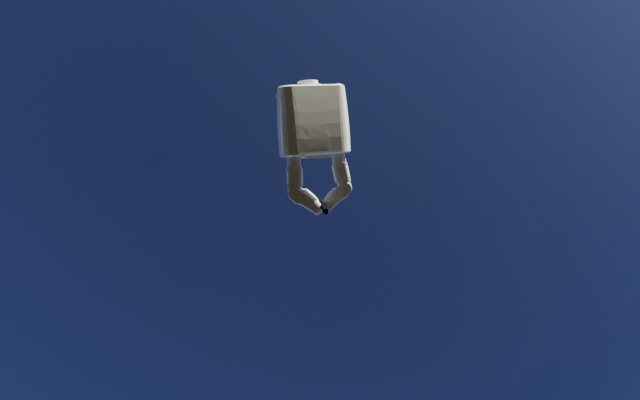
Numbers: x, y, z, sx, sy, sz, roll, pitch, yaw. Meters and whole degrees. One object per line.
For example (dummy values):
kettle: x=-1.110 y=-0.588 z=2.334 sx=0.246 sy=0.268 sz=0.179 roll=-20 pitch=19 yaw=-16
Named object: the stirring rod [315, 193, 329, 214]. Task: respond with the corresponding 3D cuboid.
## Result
stirring rod: x=0.000 y=0.003 z=0.785 sx=0.011 sy=0.011 sz=0.239 roll=0 pitch=6 yaw=-3
